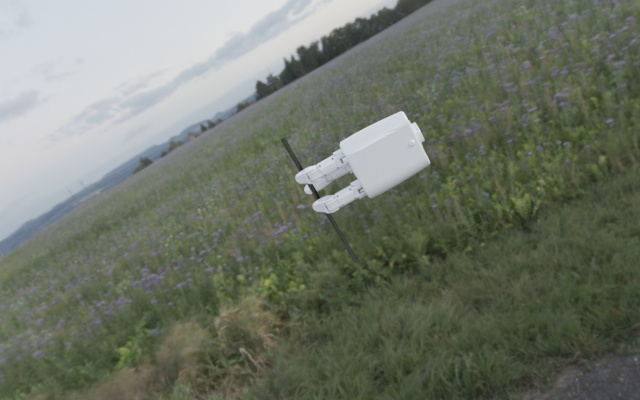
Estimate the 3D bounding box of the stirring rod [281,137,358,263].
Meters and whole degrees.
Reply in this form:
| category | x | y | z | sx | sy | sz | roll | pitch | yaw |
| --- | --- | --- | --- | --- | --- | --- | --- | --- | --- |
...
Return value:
| category | x | y | z | sx | sy | sz | roll | pitch | yaw |
| --- | --- | --- | --- | --- | --- | --- | --- | --- | --- |
| stirring rod | 0.000 | 0.003 | 0.783 | 0.011 | 0.239 | 0.011 | -29 | 13 | 7 |
